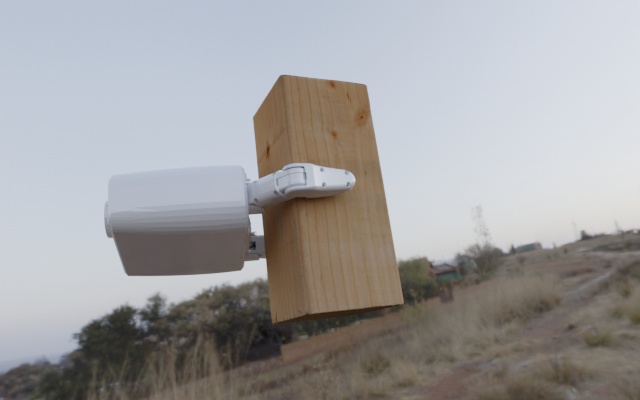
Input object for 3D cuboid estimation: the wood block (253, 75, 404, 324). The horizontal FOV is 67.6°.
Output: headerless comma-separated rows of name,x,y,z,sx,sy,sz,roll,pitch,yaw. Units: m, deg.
wood block,0.000,0.001,0.441,0.090,0.206,0.091,0,-17,-25
